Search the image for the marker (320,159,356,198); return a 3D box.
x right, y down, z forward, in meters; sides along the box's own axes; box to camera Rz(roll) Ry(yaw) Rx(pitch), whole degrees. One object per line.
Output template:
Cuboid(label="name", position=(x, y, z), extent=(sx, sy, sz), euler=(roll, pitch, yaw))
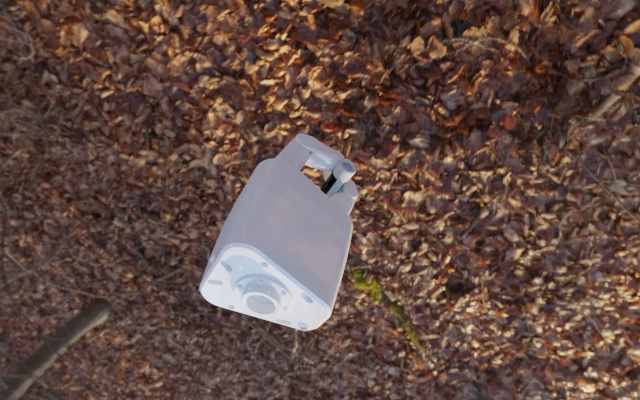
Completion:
Cuboid(label="marker", position=(0.000, 0.002, 0.512), extent=(0.020, 0.020, 0.121), euler=(0, -37, -35))
